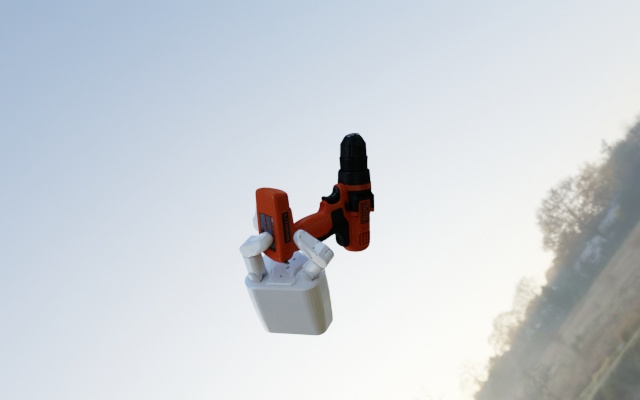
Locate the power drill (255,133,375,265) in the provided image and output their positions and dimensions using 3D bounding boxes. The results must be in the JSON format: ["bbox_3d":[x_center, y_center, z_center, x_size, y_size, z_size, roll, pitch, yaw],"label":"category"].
[{"bbox_3d":[0.000,0.003,0.690,0.187,0.184,0.057,-13,16,-35],"label":"power drill"}]
